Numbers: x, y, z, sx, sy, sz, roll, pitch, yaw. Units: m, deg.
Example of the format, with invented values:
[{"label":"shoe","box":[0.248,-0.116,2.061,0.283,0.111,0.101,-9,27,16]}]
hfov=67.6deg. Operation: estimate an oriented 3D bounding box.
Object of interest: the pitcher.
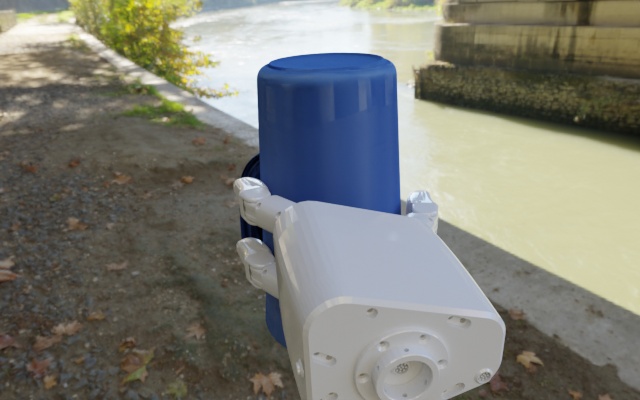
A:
[{"label":"pitcher","box":[0.000,0.001,0.418,0.149,0.243,0.145,-6,24,-7]}]
